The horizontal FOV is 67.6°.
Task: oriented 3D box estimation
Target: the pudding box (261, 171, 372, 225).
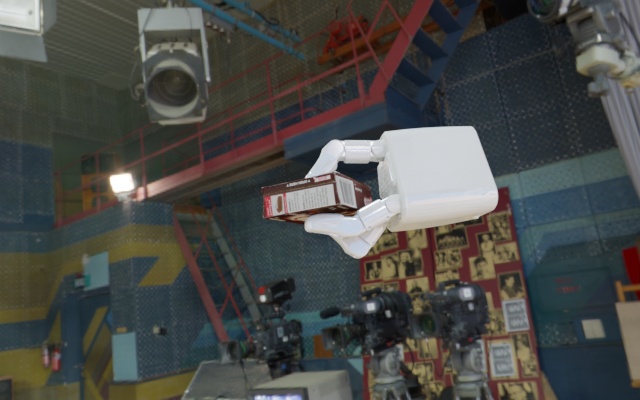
[{"bbox_3d":[0.000,0.002,0.536,0.090,0.039,0.113,-12,-13,22],"label":"pudding box"}]
